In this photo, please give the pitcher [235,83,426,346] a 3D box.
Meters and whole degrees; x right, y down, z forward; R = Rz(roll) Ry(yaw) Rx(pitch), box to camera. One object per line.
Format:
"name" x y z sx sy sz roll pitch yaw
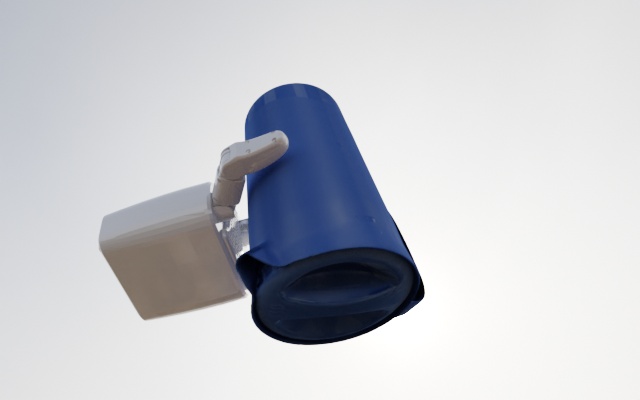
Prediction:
"pitcher" 0.000 0.001 0.451 0.145 0.242 0.149 -16 -43 1
